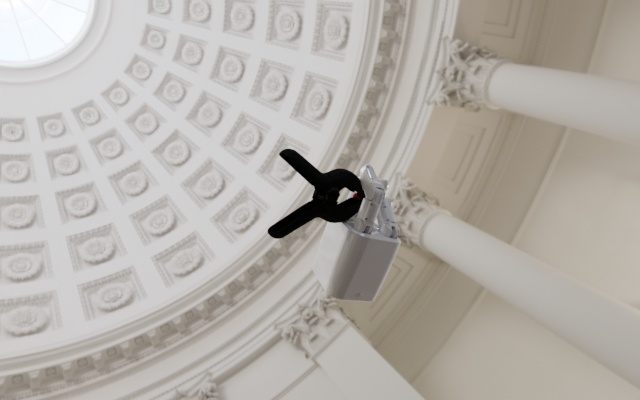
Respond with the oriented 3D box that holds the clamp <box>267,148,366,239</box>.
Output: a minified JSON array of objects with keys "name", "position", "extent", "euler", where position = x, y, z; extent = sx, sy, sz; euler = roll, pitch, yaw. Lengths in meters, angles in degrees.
[{"name":"clamp","position":[0.000,0.002,0.669],"extent":[0.171,0.120,0.039],"euler":[12,13,-37]}]
